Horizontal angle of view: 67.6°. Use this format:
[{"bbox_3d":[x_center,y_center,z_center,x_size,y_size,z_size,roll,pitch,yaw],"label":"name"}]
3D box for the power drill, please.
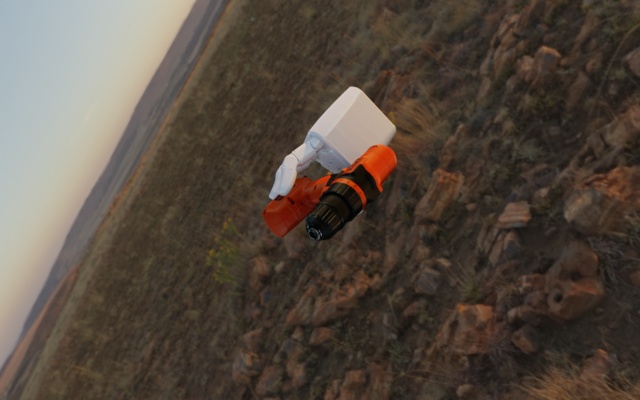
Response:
[{"bbox_3d":[0.000,0.002,0.668,0.188,0.057,0.184,-16,22,49],"label":"power drill"}]
